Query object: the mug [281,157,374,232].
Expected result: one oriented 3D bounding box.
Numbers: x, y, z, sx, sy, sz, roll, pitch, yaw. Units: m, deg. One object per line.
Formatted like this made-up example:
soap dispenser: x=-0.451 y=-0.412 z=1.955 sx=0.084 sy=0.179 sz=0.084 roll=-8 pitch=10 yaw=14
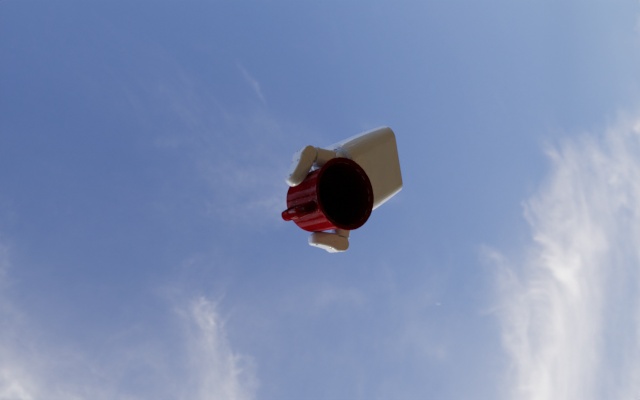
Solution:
mug: x=-0.001 y=0.003 z=0.617 sx=0.117 sy=0.093 sz=0.081 roll=-27 pitch=7 yaw=-37
